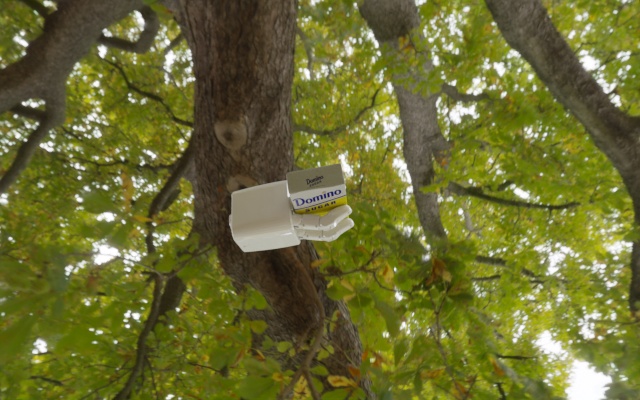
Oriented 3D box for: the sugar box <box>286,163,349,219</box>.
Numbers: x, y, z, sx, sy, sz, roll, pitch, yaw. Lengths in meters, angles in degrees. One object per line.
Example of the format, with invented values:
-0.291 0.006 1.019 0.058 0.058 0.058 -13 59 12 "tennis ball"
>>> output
0.000 0.003 0.835 0.093 0.048 0.176 -10 -24 2 "sugar box"
